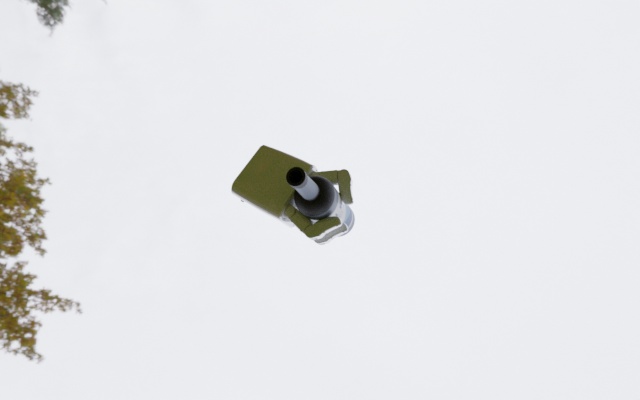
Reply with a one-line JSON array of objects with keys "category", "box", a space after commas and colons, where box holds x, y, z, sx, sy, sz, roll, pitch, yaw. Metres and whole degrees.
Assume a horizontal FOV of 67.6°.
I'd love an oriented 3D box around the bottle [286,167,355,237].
[{"category": "bottle", "box": [0.000, 0.003, 0.778, 0.069, 0.069, 0.296, 0, -14, 14]}]
